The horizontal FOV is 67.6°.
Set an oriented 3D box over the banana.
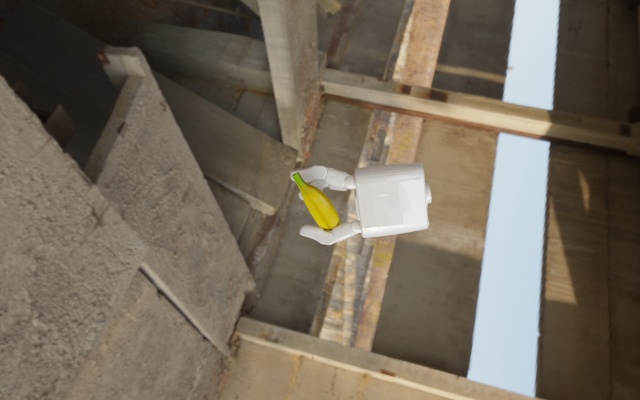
[{"bbox_3d":[0.006,0.017,0.783,0.037,0.069,0.198,-25,-26,3],"label":"banana"}]
